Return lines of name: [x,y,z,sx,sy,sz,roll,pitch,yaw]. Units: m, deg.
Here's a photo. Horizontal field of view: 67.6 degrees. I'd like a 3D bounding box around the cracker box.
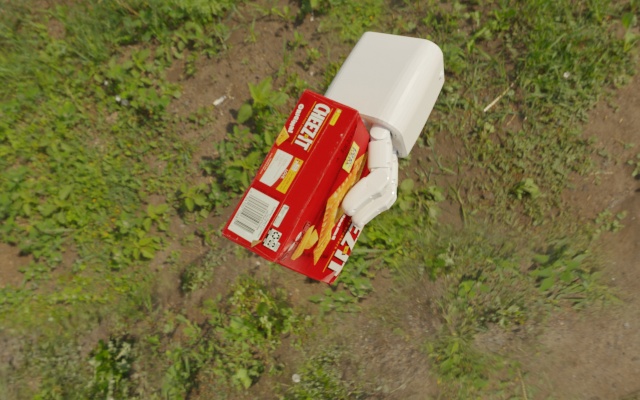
cracker box: [0.000,0.002,0.538,0.072,0.164,0.214,27,-7,21]
